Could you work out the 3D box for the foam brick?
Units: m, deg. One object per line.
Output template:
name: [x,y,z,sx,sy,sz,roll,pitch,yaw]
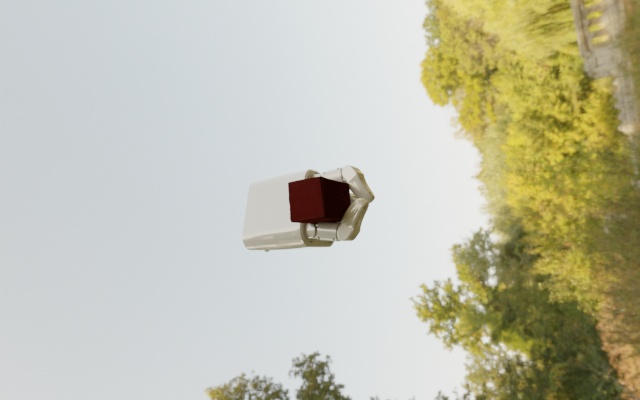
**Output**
foam brick: [0.000,0.002,0.619,0.051,0.053,0.078,-8,-9,29]
